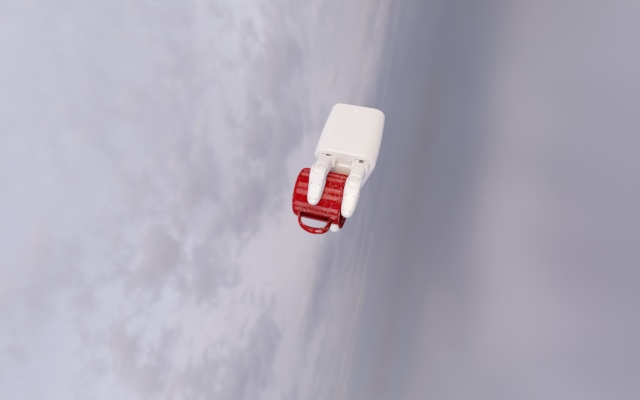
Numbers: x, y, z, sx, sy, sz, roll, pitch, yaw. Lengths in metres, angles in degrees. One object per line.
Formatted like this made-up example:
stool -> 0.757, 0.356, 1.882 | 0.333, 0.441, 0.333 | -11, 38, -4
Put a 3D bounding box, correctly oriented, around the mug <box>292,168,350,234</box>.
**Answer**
mug -> 0.000, 0.004, 0.769 | 0.081, 0.117, 0.093 | 12, -30, 12
